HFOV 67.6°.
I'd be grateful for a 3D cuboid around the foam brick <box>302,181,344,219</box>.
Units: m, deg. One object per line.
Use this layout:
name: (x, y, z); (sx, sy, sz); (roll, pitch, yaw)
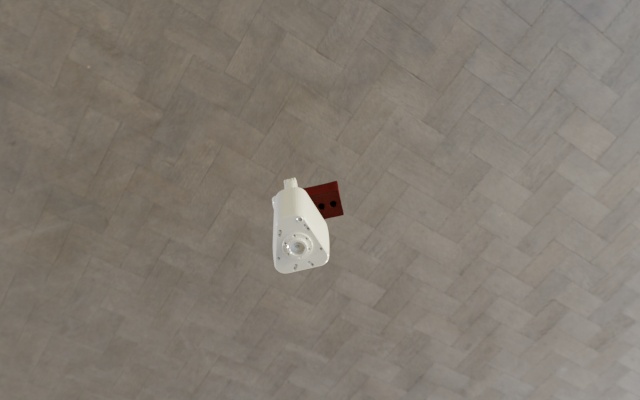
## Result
foam brick: (0.000, 0.003, 0.885); (0.078, 0.053, 0.051); (-13, 22, 2)
